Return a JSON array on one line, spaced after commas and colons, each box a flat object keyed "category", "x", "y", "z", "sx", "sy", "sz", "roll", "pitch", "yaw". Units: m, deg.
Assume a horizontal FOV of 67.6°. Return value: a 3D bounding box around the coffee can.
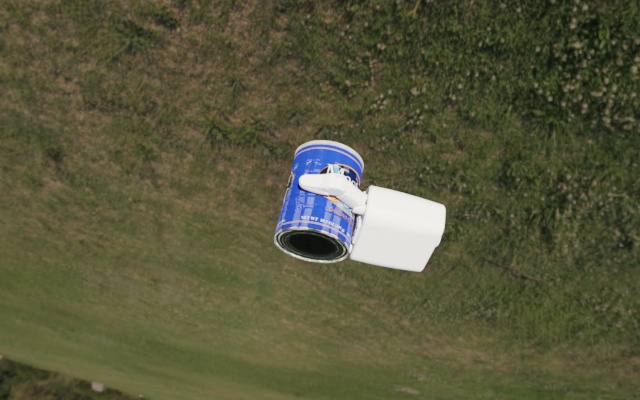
[{"category": "coffee can", "x": 0.000, "y": 0.002, "z": 0.666, "sx": 0.103, "sy": 0.140, "sz": 0.103, "roll": 9, "pitch": -29, "yaw": 5}]
